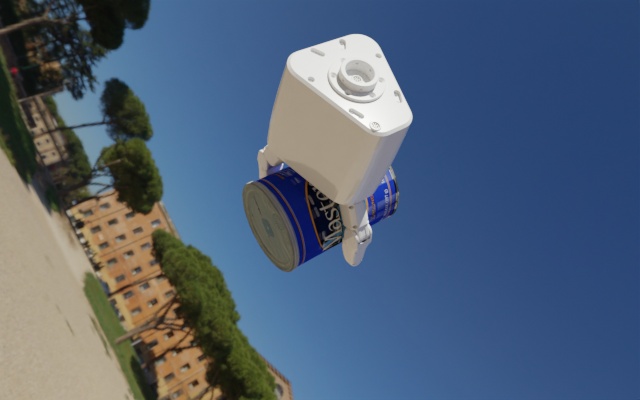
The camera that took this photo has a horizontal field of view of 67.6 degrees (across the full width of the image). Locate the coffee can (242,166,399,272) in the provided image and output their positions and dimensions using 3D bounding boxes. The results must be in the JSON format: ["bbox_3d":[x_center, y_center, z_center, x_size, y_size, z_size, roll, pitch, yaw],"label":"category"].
[{"bbox_3d":[0.000,0.002,0.527,0.140,0.103,0.103,-26,12,-26],"label":"coffee can"}]
